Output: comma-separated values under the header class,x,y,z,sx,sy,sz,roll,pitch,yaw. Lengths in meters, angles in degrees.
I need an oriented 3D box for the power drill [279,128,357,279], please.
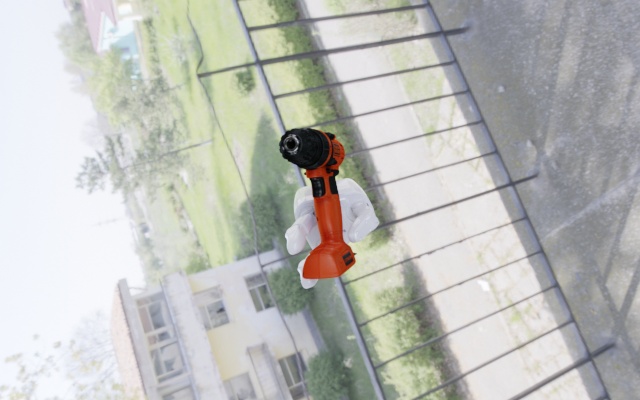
class,x,y,z,sx,sy,sz,roll,pitch,yaw
power drill,0.000,0.002,0.615,0.057,0.187,0.184,-5,1,18
